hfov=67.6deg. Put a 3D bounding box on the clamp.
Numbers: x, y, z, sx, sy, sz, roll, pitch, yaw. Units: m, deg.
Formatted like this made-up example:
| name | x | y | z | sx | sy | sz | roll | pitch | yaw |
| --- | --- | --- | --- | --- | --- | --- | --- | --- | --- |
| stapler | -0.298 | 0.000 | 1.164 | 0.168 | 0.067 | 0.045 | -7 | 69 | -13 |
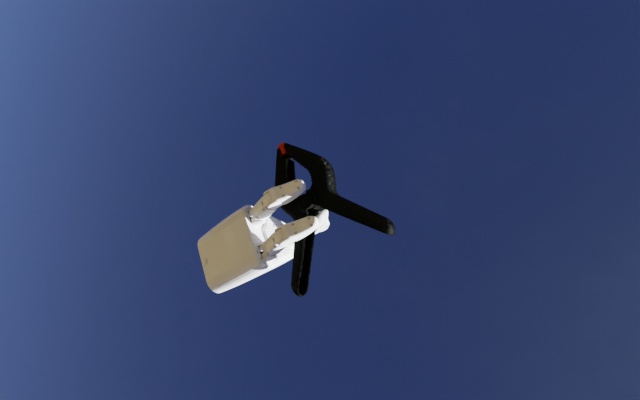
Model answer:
| name | x | y | z | sx | sy | sz | roll | pitch | yaw |
| --- | --- | --- | --- | --- | --- | --- | --- | --- | --- |
| clamp | 0.000 | 0.002 | 0.643 | 0.164 | 0.210 | 0.036 | -30 | -24 | 24 |
